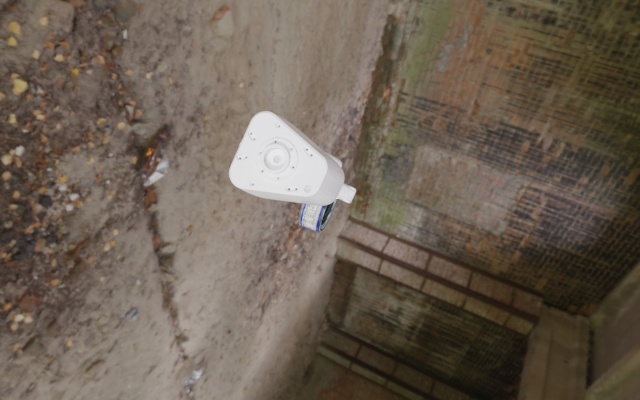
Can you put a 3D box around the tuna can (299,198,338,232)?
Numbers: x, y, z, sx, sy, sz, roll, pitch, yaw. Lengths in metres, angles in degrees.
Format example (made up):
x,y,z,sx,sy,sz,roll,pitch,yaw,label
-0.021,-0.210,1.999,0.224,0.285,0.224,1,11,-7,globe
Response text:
x,y,z,sx,sy,sz,roll,pitch,yaw,label
0.001,0.002,0.699,0.034,0.086,0.086,22,3,9,tuna can
